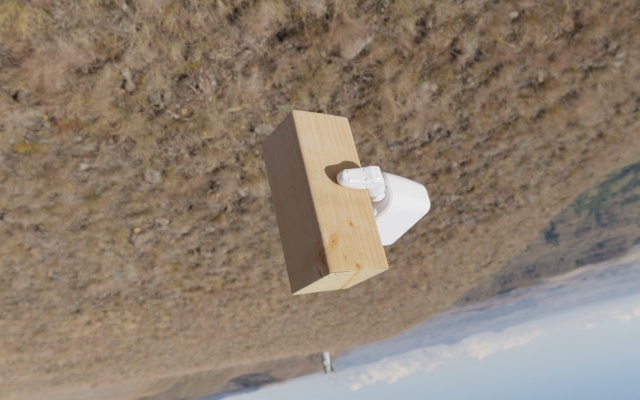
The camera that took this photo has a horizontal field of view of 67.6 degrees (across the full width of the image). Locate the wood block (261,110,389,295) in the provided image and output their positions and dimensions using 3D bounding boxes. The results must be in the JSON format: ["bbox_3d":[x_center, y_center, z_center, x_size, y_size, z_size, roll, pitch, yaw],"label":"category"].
[{"bbox_3d":[0.001,0.002,0.599,0.090,0.206,0.091,1,-24,-36],"label":"wood block"}]
